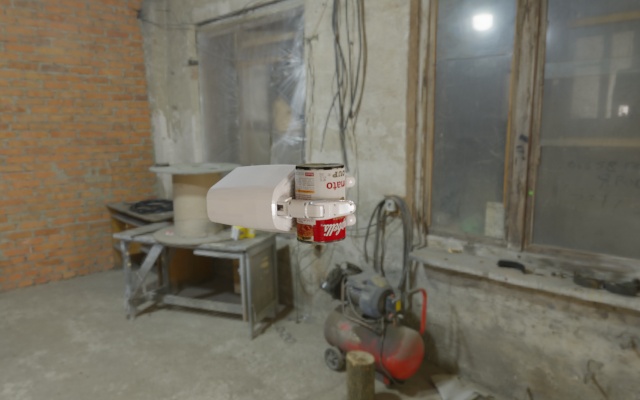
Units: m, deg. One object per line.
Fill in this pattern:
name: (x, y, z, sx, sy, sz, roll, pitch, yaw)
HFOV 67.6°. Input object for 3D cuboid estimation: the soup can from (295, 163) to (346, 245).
soup can: (0.001, 0.002, 0.647, 0.068, 0.102, 0.068, -1, 9, 0)
